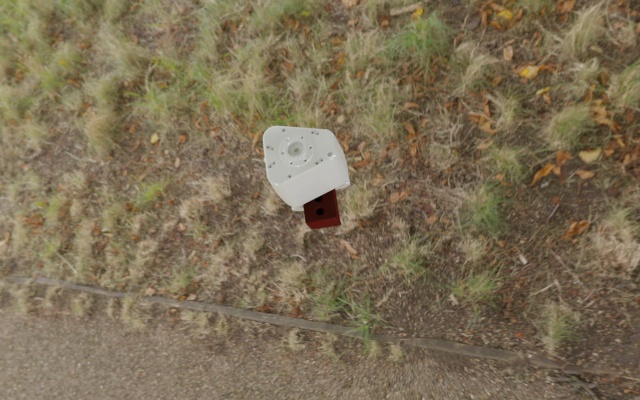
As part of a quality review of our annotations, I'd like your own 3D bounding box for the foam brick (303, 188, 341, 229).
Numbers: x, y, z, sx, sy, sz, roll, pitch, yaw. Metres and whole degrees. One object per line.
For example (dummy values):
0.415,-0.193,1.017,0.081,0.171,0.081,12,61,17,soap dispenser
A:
0.000,0.003,0.782,0.053,0.078,0.051,-11,-17,7,foam brick
